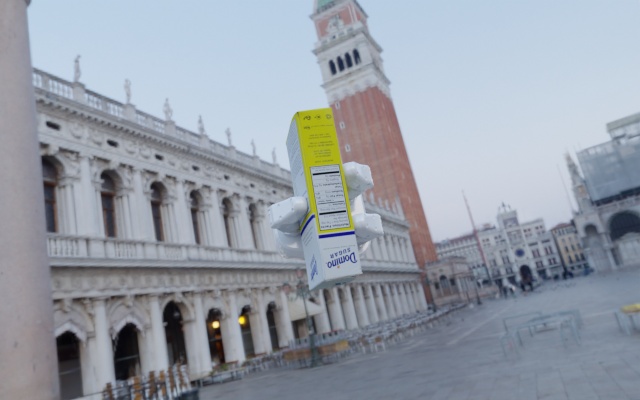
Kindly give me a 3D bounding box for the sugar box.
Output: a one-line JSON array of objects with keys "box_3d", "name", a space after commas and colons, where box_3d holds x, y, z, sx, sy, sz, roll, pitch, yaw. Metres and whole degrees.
[{"box_3d": [0.001, 0.002, 0.506, 0.048, 0.176, 0.093, -9, -14, -12], "name": "sugar box"}]
